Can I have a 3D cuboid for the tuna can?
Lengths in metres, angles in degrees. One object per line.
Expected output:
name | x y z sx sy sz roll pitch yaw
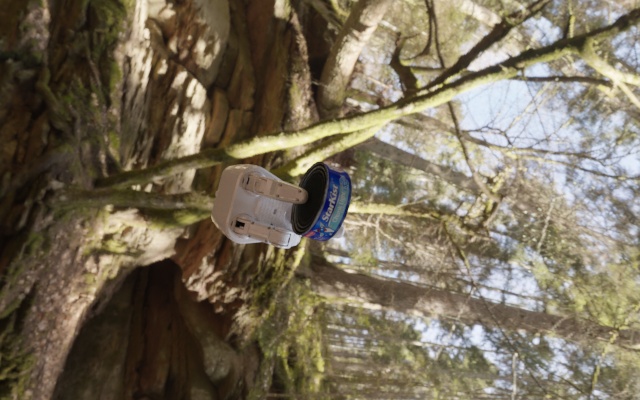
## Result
tuna can | 0.001 0.002 0.537 0.034 0.086 0.086 18 -7 -23
